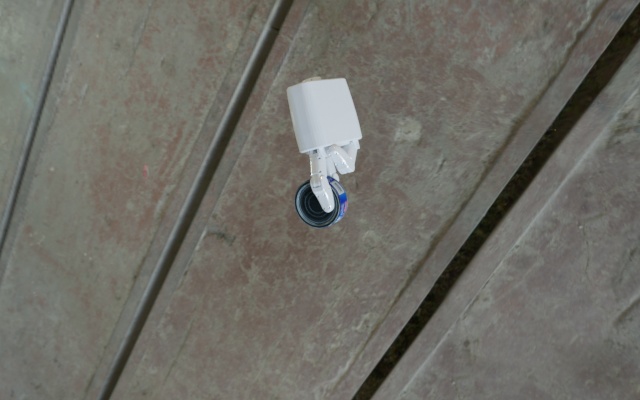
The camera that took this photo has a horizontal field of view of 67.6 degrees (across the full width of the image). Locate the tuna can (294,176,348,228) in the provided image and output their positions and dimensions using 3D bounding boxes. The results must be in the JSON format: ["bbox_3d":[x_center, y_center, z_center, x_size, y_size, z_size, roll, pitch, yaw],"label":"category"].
[{"bbox_3d":[0.000,0.003,0.794,0.086,0.086,0.033,0,13,25],"label":"tuna can"}]
